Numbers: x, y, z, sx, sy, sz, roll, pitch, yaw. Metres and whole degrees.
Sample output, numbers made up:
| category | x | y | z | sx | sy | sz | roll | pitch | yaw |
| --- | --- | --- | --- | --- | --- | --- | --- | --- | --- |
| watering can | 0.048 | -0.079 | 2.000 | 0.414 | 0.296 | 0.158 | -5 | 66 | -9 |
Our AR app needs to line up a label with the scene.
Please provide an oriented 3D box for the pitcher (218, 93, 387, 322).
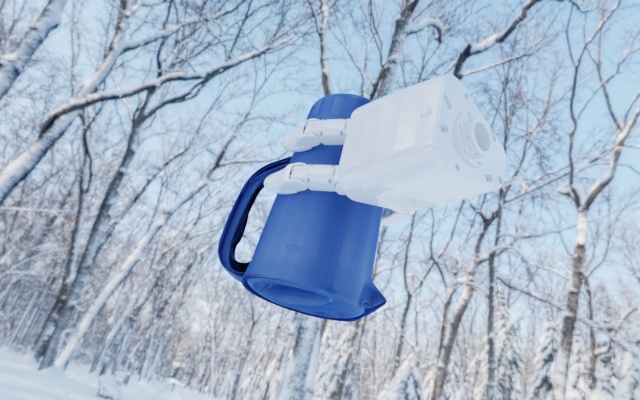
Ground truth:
| category | x | y | z | sx | sy | sz | roll | pitch | yaw |
| --- | --- | --- | --- | --- | --- | --- | --- | --- | --- |
| pitcher | 0.000 | 0.002 | 0.540 | 0.149 | 0.242 | 0.145 | 31 | -29 | -30 |
